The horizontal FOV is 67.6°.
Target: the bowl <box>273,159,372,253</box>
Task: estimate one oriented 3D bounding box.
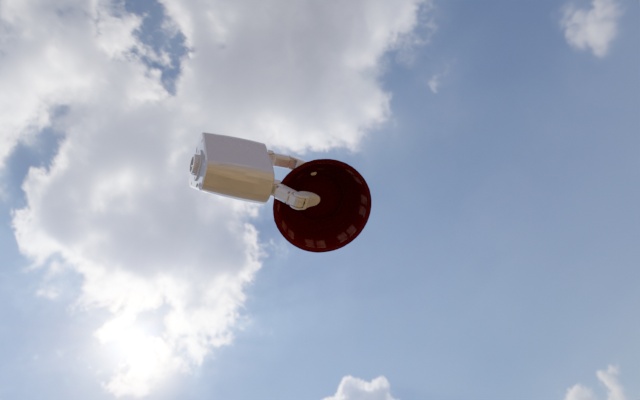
[{"bbox_3d":[0.001,0.003,0.791,0.162,0.162,0.055,0,20,-9],"label":"bowl"}]
